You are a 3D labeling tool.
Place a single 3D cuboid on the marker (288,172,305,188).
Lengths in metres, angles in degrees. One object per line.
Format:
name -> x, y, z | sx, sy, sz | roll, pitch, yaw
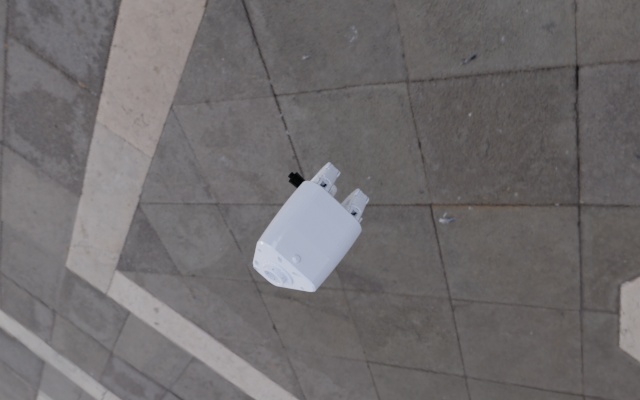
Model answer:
marker -> 0.000, 0.002, 0.695 | 0.121, 0.020, 0.020 | 42, -7, -8
